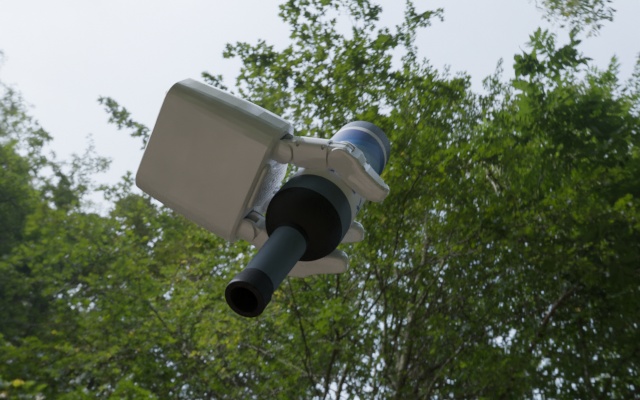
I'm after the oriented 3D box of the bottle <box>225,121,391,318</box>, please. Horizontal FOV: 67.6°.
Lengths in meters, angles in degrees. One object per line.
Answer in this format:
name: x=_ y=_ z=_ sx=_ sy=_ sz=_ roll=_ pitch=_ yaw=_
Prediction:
bottle: x=0.000 y=0.001 z=0.418 sx=0.069 sy=0.069 sz=0.295 roll=0 pitch=24 yaw=21
